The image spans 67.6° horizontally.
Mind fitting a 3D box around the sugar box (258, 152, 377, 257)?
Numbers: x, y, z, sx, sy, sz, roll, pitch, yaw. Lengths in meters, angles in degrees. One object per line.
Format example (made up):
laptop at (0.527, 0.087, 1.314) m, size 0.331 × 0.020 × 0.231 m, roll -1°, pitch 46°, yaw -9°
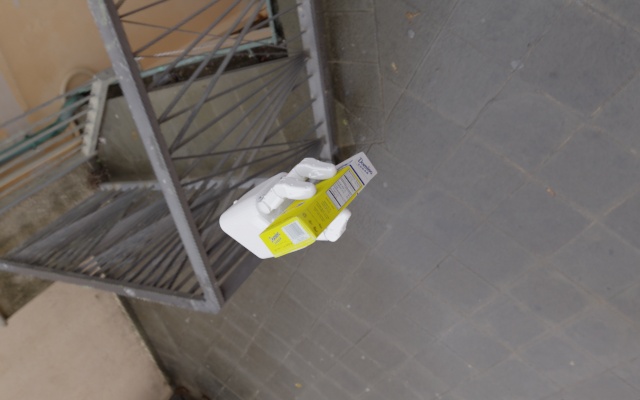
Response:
sugar box at (0.000, 0.002, 0.670) m, size 0.093 × 0.048 × 0.176 m, roll -26°, pitch 17°, yaw 45°
